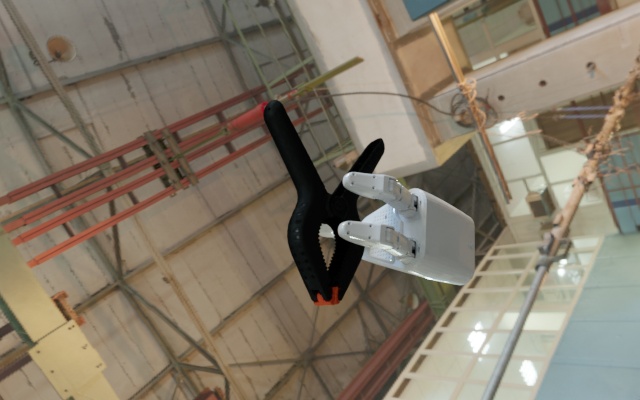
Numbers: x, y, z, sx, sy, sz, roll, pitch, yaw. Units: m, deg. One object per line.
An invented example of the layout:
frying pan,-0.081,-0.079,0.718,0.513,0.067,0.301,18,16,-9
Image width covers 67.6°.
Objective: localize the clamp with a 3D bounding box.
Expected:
clamp,0.000,0.002,0.505,0.164,0.210,0.036,20,-24,-33
